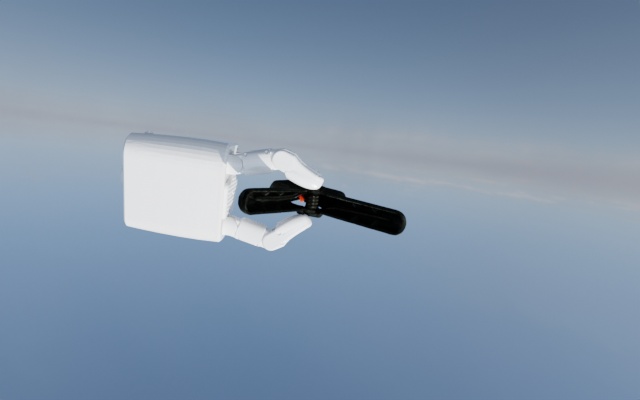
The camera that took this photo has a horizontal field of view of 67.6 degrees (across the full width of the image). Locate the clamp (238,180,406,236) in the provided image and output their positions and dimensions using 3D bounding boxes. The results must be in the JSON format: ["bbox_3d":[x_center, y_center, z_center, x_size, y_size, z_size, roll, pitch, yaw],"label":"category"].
[{"bbox_3d":[0.000,0.002,0.543,0.164,0.036,0.210,10,6,-4],"label":"clamp"}]
